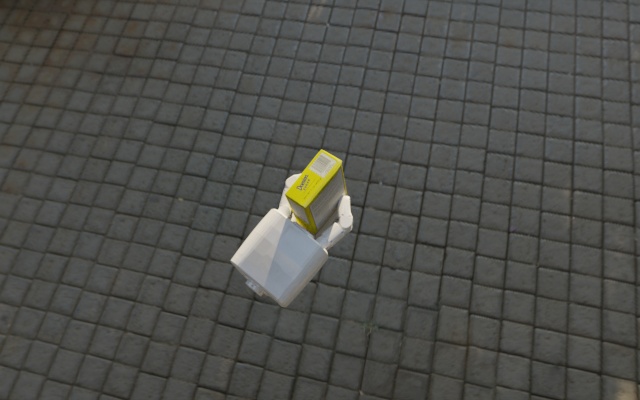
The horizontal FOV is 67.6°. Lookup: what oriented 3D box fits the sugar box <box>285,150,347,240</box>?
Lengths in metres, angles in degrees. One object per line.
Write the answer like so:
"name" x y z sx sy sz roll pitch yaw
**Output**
"sugar box" 0.000 0.002 0.769 0.048 0.093 0.176 34 -16 17
